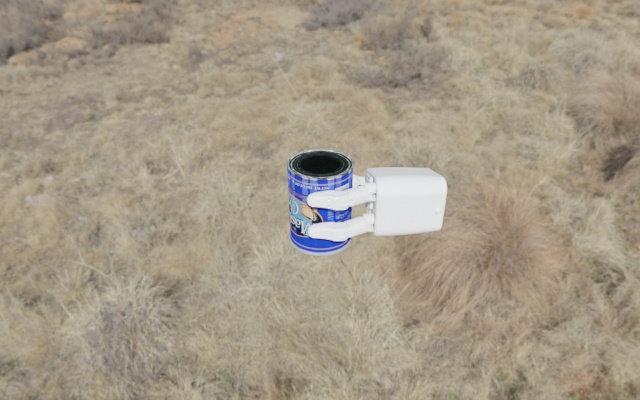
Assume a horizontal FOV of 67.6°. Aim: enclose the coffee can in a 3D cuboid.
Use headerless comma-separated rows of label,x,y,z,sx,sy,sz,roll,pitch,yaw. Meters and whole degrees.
coffee can,0.000,0.003,0.761,0.103,0.140,0.102,0,31,0
